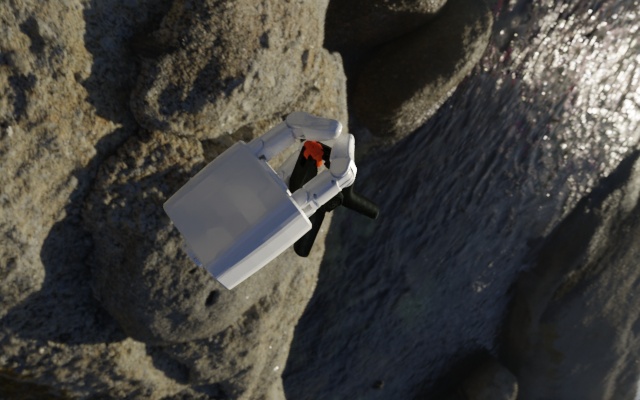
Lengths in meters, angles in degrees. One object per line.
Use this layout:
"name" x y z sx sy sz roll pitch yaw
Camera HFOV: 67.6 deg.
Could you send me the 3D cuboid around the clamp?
"clamp" 0.000 0.002 0.557 0.039 0.120 0.172 47 -7 40
